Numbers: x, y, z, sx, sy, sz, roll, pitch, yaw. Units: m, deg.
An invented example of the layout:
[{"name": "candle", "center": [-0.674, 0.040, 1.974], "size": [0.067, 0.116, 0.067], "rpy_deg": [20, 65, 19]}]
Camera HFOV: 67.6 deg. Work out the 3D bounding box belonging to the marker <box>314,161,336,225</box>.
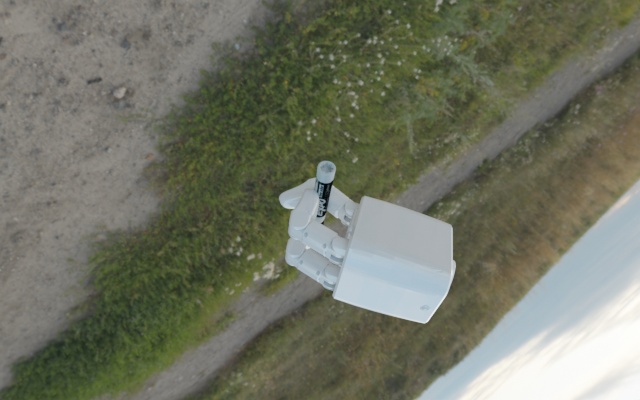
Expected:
[{"name": "marker", "center": [0.000, 0.002, 0.537], "size": [0.020, 0.020, 0.121], "rpy_deg": [0, -37, -8]}]
